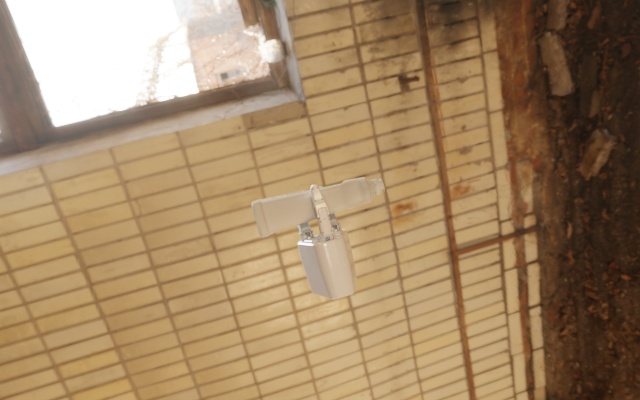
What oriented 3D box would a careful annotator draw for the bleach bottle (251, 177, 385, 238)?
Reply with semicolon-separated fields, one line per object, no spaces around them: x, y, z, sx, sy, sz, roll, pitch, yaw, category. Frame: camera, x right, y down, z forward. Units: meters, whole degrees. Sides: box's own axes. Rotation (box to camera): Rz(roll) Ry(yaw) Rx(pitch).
0.000;0.003;0.895;0.251;0.068;0.102;-15;4;-8;bleach bottle
